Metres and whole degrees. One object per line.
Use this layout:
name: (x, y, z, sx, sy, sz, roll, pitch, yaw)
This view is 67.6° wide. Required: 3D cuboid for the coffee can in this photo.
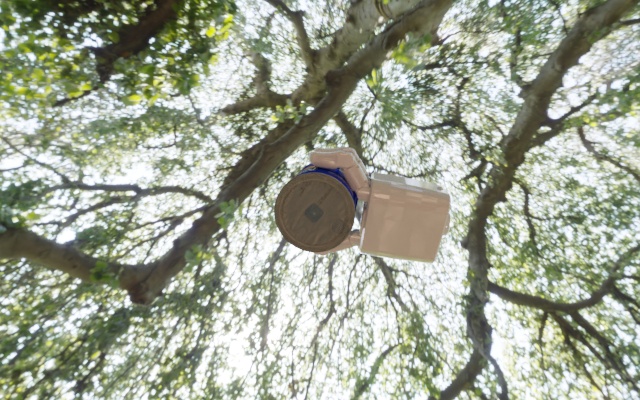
coffee can: (0.000, 0.002, 0.663, 0.103, 0.103, 0.140, 0, 12, 7)
